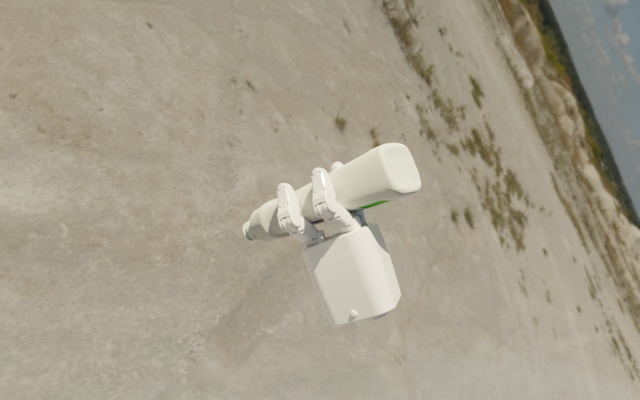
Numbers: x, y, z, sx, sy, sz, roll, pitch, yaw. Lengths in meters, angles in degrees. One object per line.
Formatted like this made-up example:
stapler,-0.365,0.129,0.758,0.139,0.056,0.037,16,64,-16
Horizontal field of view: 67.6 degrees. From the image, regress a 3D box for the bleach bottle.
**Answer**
bleach bottle,0.000,0.002,0.639,0.251,0.068,0.102,-23,-6,31
